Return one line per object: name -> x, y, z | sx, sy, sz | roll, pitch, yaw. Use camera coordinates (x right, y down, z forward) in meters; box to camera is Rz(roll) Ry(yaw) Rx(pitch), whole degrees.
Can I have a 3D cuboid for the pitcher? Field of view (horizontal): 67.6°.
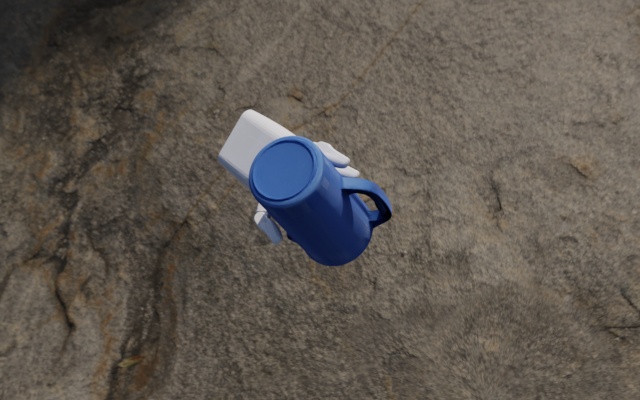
pitcher -> 0.000, 0.002, 0.722 | 0.145, 0.149, 0.243 | 36, -7, 29
